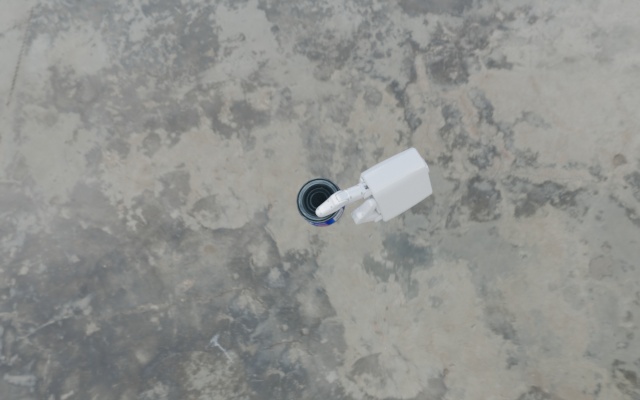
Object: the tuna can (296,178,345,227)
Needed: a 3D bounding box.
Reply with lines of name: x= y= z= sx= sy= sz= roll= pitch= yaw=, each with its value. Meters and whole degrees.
tuna can: x=0.000 y=0.003 z=0.863 sx=0.086 sy=0.086 sz=0.034 roll=0 pitch=-14 yaw=13
